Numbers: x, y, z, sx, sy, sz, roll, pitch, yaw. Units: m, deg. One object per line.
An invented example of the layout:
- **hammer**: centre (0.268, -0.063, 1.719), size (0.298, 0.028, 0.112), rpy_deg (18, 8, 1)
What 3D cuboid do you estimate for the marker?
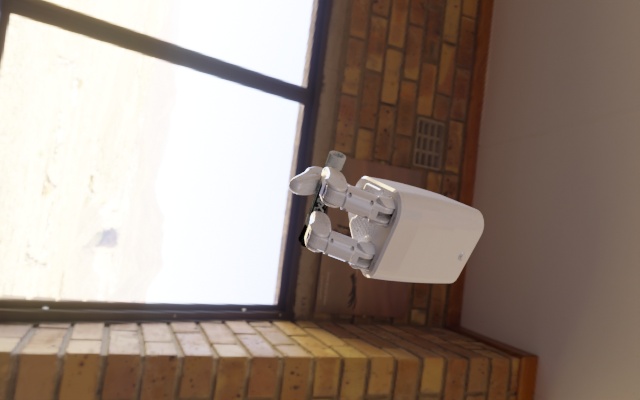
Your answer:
- **marker**: centre (0.000, 0.002, 0.535), size (0.020, 0.121, 0.020), rpy_deg (16, 27, -8)
